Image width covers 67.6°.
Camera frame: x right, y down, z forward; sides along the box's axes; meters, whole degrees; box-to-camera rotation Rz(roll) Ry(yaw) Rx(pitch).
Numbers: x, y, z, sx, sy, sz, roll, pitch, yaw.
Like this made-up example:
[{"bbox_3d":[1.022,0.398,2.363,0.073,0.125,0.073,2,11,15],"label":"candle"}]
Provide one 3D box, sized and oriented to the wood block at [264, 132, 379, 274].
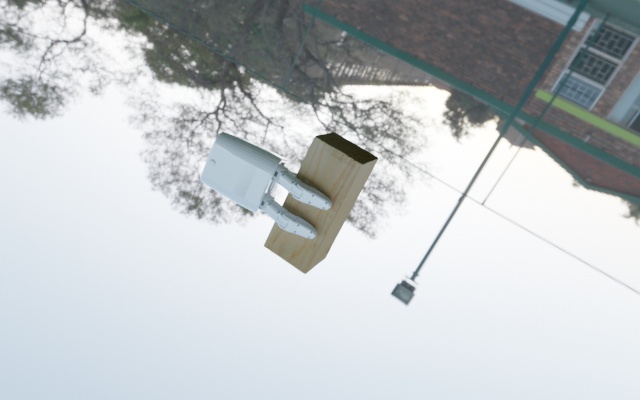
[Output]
[{"bbox_3d":[0.000,0.002,0.781,0.090,0.206,0.091,32,22,13],"label":"wood block"}]
